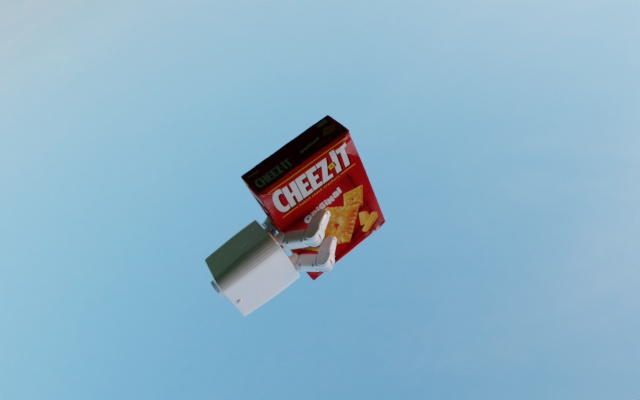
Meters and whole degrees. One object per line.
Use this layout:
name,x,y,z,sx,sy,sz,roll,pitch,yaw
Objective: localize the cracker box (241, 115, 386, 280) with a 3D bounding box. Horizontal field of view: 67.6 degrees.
cracker box,0.000,0.002,0.753,0.164,0.214,0.072,-37,43,-11
